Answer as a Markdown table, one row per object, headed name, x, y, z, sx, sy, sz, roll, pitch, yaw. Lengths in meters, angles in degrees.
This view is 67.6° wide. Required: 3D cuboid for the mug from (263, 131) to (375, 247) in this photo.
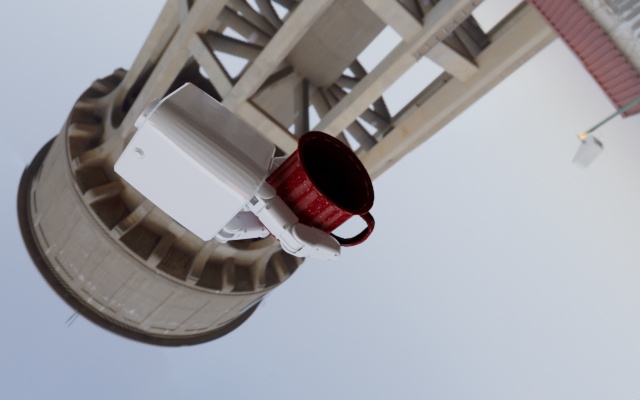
| name | x | y | z | sx | sy | sz | roll | pitch | yaw |
| --- | --- | --- | --- | --- | --- | --- | --- | --- | --- |
| mug | 0.001 | 0.002 | 0.465 | 0.081 | 0.117 | 0.093 | -40 | 17 | 35 |
